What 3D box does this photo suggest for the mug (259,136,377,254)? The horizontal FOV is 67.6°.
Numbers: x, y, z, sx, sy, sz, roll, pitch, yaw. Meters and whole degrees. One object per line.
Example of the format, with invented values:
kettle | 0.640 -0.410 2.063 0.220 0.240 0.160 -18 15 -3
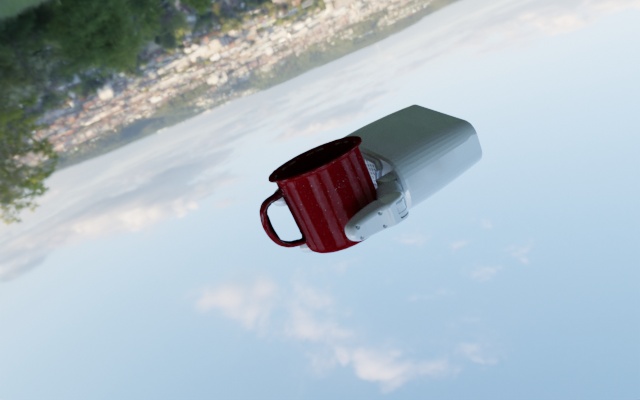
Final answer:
mug | -0.001 0.002 0.443 0.117 0.081 0.093 -30 17 -18
